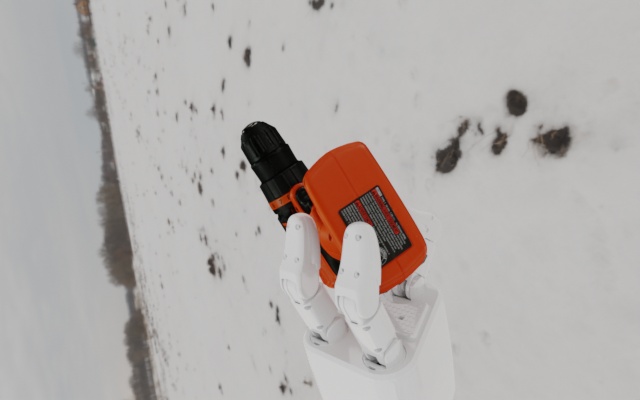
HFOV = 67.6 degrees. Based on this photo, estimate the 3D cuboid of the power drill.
[{"bbox_3d":[0.000,0.002,0.406,0.057,0.184,0.187,-35,8,-13],"label":"power drill"}]
